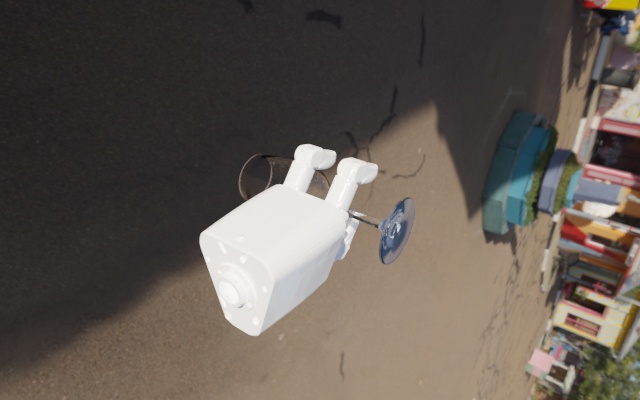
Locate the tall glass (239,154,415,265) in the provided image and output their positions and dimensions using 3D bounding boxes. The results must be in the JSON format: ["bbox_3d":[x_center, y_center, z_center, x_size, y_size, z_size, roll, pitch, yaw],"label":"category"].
[{"bbox_3d":[0.001,0.002,0.544,0.201,0.079,0.079,21,11,30],"label":"tall glass"}]
